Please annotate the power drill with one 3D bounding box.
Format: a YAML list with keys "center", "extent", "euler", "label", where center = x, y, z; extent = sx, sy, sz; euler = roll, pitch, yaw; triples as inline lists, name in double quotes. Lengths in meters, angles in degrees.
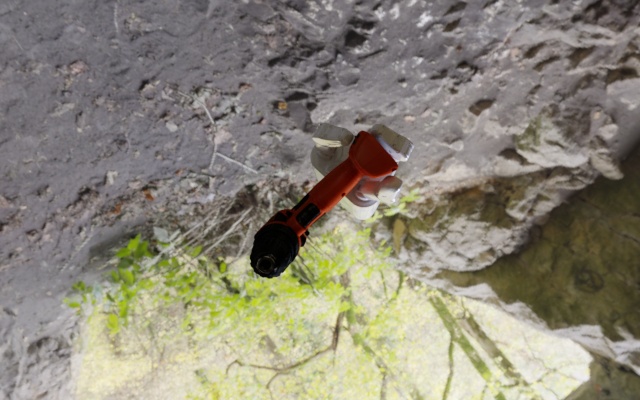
- center: [0.000, 0.001, 0.547]
  extent: [0.187, 0.057, 0.184]
  euler: [-41, 7, 9]
  label: "power drill"
